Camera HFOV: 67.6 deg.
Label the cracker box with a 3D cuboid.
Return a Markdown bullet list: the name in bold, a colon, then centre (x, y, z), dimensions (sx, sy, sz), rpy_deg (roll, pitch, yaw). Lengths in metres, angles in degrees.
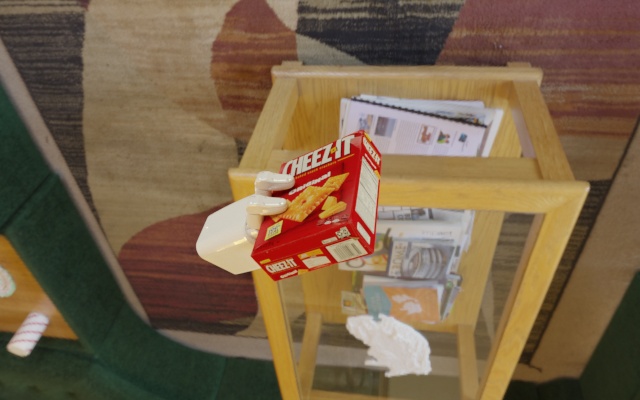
- **cracker box**: centre (0.000, 0.003, 0.713), dimensions (0.164, 0.072, 0.213), rpy_deg (-20, 36, 26)
